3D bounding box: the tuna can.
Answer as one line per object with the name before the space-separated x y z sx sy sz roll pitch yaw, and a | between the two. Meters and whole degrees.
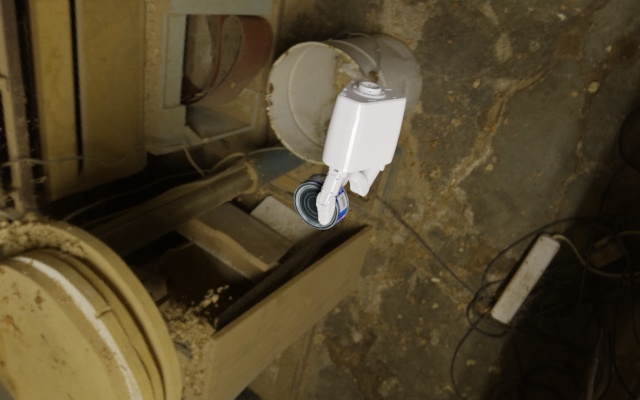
tuna can | 0.000 0.003 0.765 0.086 0.086 0.033 0 25 34
